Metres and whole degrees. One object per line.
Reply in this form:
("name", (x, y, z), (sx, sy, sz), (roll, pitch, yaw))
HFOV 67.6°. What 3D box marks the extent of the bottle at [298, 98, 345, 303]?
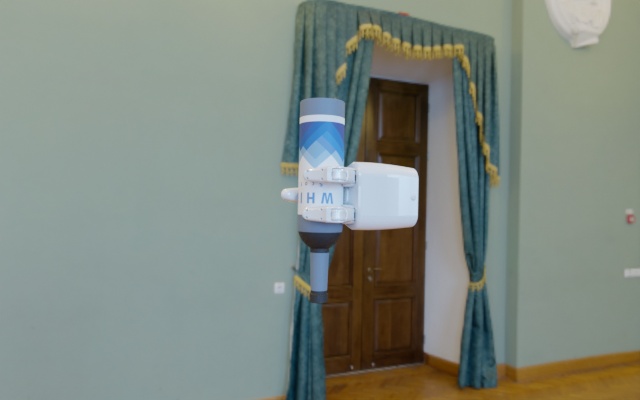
("bottle", (0.000, 0.002, 0.705), (0.069, 0.295, 0.069), (1, 0, 0))
